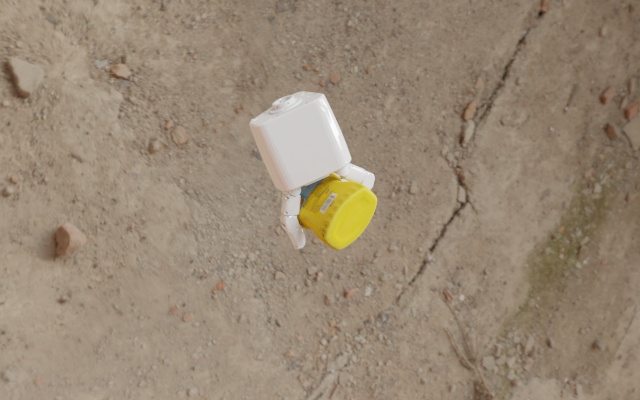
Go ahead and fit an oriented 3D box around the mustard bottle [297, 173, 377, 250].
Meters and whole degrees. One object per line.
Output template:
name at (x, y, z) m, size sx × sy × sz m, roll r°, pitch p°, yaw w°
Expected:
mustard bottle at (0.000, 0.003, 0.726) m, size 0.058 × 0.096 × 0.191 m, roll 38°, pitch -5°, yaw -31°
